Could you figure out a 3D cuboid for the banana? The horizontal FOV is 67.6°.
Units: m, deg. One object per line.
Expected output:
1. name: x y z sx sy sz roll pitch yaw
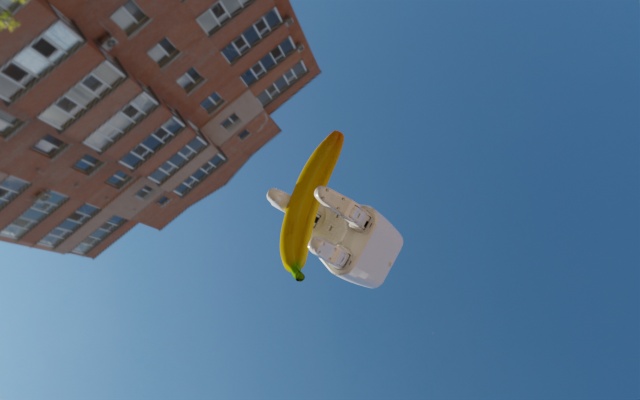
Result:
1. banana: -0.013 0.007 0.589 0.037 0.197 0.069 29 -25 -35
